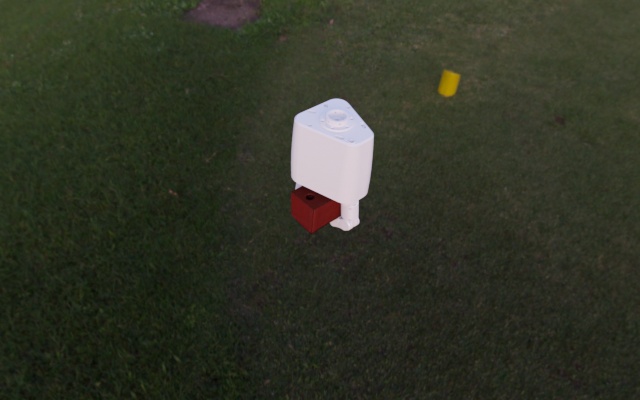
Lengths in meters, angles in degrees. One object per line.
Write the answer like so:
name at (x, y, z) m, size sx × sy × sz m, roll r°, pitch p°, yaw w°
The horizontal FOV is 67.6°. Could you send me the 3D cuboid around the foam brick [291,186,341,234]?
foam brick at (0.000, 0.003, 0.723) m, size 0.078 × 0.051 × 0.053 m, roll -30°, pitch 54°, yaw -29°
